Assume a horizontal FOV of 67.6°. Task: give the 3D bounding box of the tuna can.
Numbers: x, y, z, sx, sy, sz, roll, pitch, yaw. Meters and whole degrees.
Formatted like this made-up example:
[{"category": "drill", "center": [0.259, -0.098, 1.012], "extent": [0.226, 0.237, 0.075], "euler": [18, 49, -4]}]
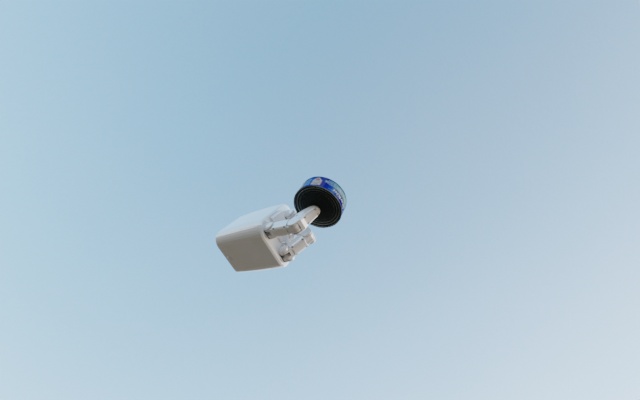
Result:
[{"category": "tuna can", "center": [0.000, 0.002, 0.808], "extent": [0.086, 0.086, 0.033], "euler": [0, 34, 24]}]
